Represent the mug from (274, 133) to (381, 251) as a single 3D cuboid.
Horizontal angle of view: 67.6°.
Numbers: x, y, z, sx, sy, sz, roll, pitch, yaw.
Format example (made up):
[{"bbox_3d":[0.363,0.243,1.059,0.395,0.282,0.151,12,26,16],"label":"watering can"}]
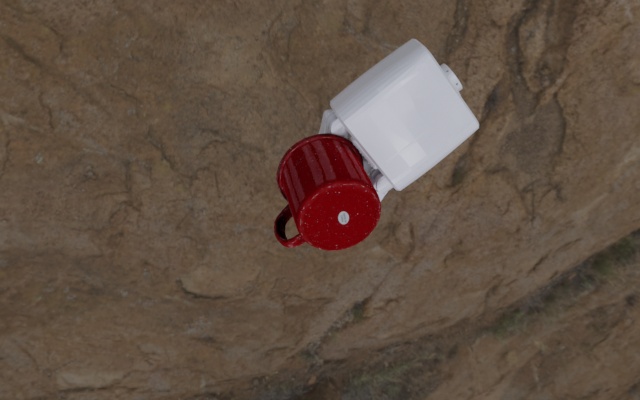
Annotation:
[{"bbox_3d":[-0.001,0.002,0.468,0.093,0.117,0.081,43,15,-35],"label":"mug"}]
